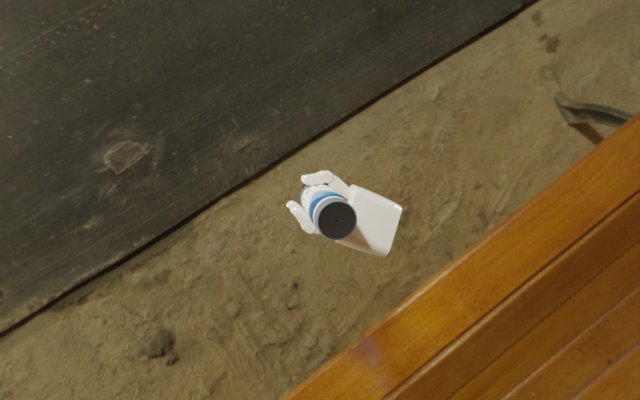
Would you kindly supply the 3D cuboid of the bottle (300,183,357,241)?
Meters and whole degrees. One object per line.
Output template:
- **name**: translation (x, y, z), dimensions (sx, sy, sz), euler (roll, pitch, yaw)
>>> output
- **bottle**: translation (0.000, 0.003, 0.898), dimensions (0.069, 0.069, 0.295), euler (0, 11, -11)
